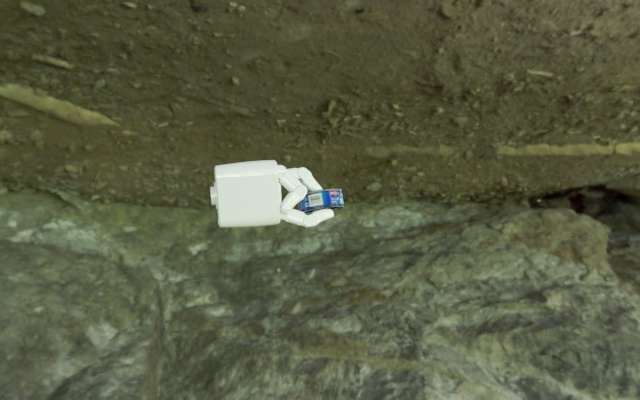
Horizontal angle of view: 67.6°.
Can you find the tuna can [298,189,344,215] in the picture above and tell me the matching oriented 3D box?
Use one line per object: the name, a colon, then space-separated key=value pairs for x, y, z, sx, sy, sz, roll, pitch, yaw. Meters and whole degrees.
tuna can: x=0.000 y=0.003 z=0.896 sx=0.086 sy=0.033 sz=0.086 roll=-9 pitch=-8 yaw=-1
